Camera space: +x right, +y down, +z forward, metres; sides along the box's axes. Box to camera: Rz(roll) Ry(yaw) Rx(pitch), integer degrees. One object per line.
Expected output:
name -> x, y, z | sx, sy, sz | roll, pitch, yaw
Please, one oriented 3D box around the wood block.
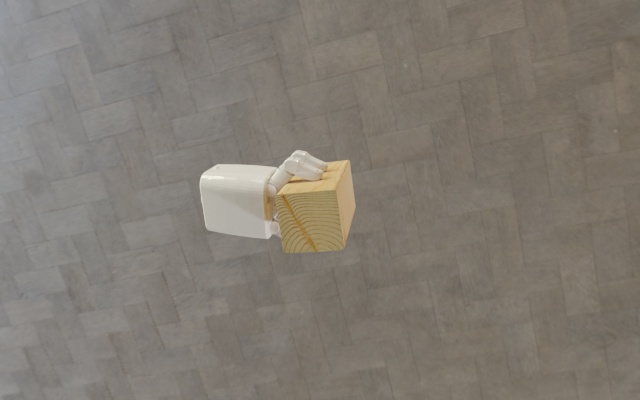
wood block -> 0.000, 0.003, 0.762 | 0.090, 0.091, 0.206 | -5, 16, 10
